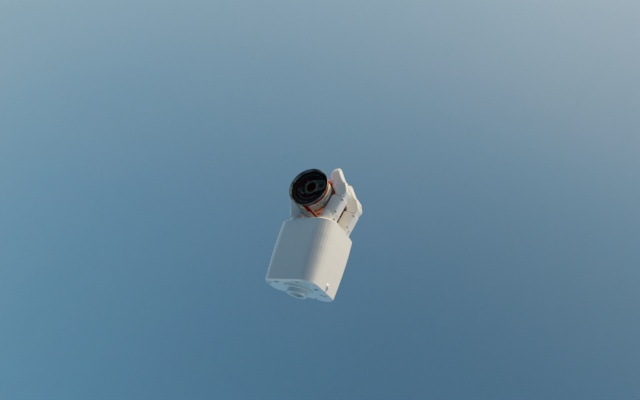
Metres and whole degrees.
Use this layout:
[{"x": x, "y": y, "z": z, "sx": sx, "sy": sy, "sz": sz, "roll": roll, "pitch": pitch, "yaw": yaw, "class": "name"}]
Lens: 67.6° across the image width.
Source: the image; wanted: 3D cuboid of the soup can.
[{"x": 0.000, "y": 0.002, "z": 0.802, "sx": 0.068, "sy": 0.068, "sz": 0.102, "roll": 0, "pitch": -30, "yaw": 27, "class": "soup can"}]
